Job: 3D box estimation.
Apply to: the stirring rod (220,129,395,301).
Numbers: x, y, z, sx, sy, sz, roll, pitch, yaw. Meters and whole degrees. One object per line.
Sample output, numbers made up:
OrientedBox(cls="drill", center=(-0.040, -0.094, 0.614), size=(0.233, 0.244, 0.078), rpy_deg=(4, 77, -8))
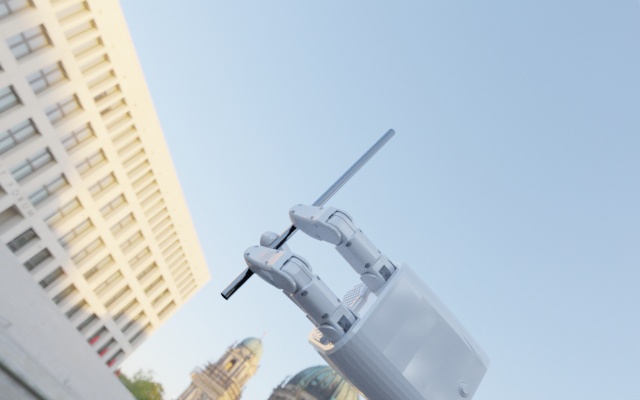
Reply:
OrientedBox(cls="stirring rod", center=(0.000, 0.002, 0.425), size=(0.011, 0.011, 0.239), rpy_deg=(0, 36, 49))
